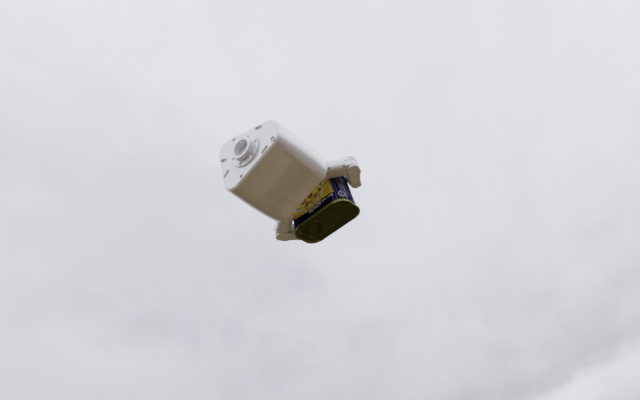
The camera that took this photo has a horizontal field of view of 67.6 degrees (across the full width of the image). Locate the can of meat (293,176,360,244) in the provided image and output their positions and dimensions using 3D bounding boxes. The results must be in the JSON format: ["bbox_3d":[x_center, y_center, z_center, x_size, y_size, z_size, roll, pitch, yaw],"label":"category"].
[{"bbox_3d":[0.000,0.002,0.726,0.102,0.084,0.057,-36,-42,22],"label":"can of meat"}]
